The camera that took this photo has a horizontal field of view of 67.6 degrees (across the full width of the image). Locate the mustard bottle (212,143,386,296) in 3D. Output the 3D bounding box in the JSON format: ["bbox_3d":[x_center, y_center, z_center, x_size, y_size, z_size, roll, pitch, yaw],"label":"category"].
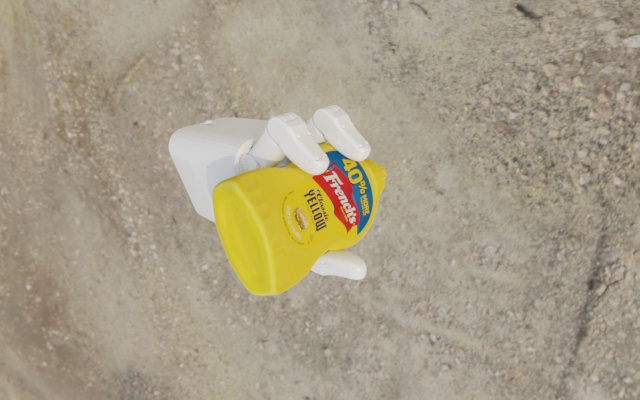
[{"bbox_3d":[0.000,0.001,0.424,0.058,0.096,0.191,-14,9,44],"label":"mustard bottle"}]
